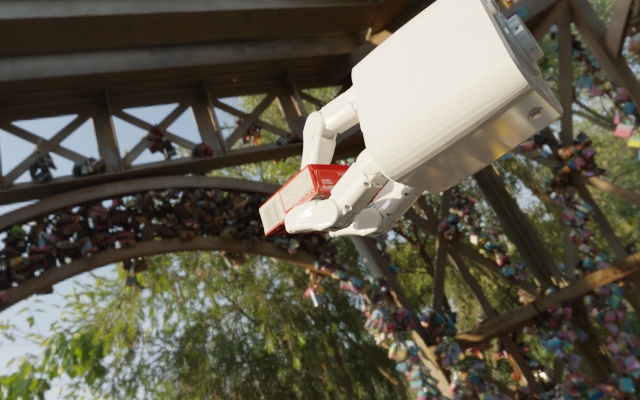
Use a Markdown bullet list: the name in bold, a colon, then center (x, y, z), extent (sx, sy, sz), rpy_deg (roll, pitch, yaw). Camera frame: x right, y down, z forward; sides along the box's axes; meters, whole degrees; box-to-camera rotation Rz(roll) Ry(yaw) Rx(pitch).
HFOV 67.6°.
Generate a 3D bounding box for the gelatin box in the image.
- **gelatin box**: center (0.000, 0.001, 0.419), extent (0.073, 0.030, 0.089), rpy_deg (1, -26, -38)
